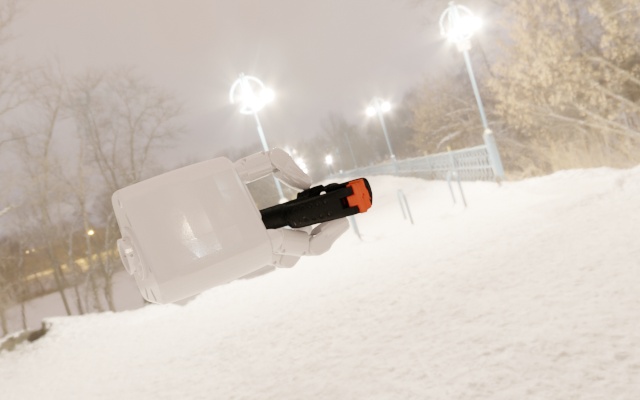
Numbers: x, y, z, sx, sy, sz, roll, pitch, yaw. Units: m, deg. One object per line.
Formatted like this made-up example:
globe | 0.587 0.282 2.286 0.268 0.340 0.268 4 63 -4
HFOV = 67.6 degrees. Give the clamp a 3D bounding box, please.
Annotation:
clamp | 0.000 0.001 0.510 0.164 0.036 0.210 -22 5 -32
